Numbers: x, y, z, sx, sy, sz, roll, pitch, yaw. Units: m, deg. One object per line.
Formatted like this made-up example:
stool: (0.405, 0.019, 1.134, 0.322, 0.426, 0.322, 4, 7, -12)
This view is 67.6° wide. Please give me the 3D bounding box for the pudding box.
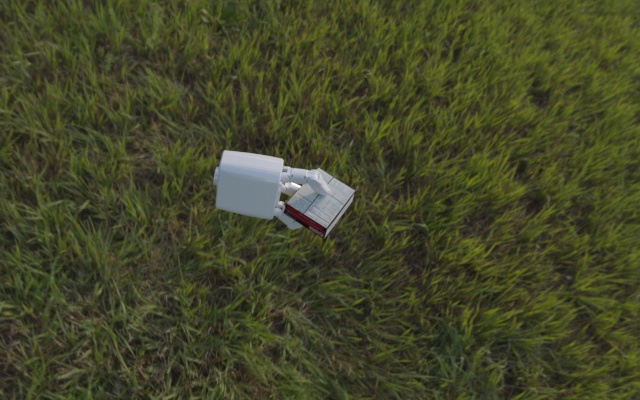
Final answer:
pudding box: (0.000, 0.003, 0.876, 0.090, 0.113, 0.039, 33, -33, 10)
